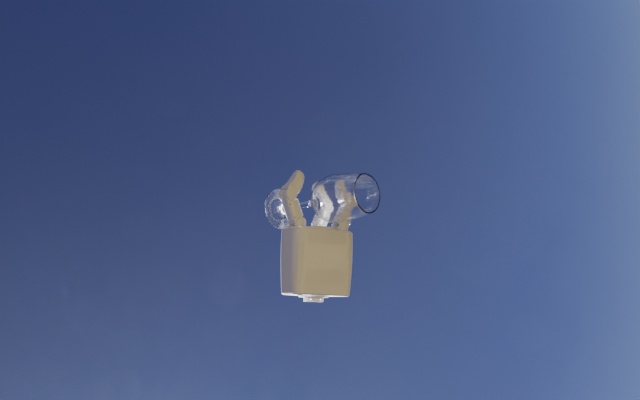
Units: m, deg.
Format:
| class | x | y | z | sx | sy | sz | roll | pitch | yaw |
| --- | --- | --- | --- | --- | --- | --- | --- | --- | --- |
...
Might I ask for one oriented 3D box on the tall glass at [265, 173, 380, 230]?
| class | x | y | z | sx | sy | sz | roll | pitch | yaw |
| --- | --- | --- | --- | --- | --- | --- | --- | --- | --- |
| tall glass | 0.000 | 0.002 | 0.782 | 0.201 | 0.079 | 0.079 | -11 | -8 | 44 |
